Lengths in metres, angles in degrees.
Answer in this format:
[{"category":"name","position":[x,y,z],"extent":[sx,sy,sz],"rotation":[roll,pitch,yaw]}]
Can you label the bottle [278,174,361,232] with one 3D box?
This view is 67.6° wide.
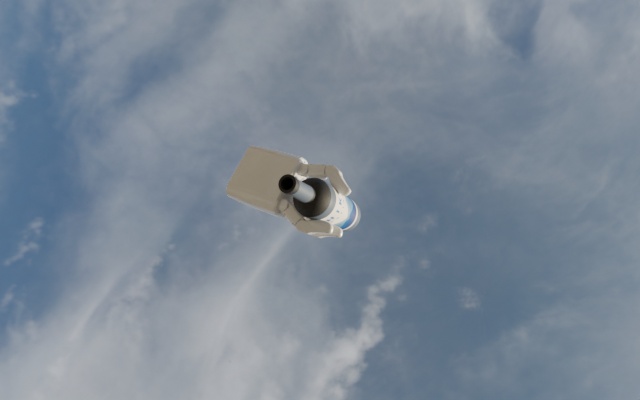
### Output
[{"category":"bottle","position":[0.000,0.003,0.805],"extent":[0.069,0.069,0.296],"rotation":[0,-10,19]}]
